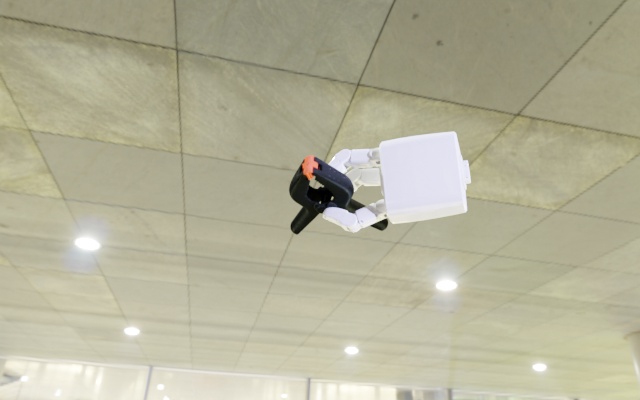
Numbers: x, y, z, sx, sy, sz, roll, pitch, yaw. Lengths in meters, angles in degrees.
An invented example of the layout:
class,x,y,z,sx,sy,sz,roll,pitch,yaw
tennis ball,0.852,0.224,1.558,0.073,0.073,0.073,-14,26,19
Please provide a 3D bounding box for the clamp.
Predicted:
class,x,y,z,sx,sy,sz,roll,pitch,yaw
clamp,0.000,0.003,0.725,0.164,0.036,0.210,-8,-30,19
